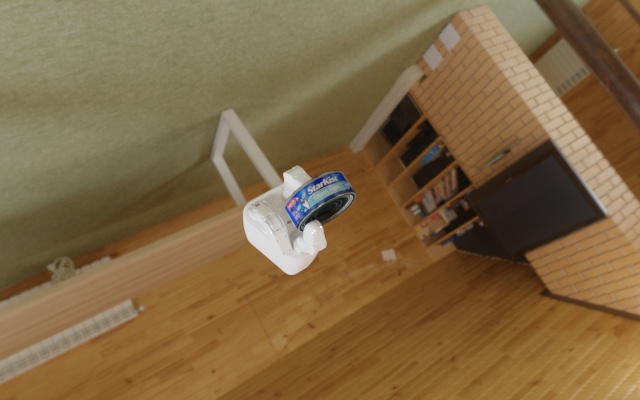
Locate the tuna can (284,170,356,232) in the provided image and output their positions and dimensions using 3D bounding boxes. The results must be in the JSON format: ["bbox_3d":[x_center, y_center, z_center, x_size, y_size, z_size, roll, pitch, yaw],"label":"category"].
[{"bbox_3d":[0.000,0.002,0.585,0.086,0.033,0.086,-29,-18,-10],"label":"tuna can"}]
